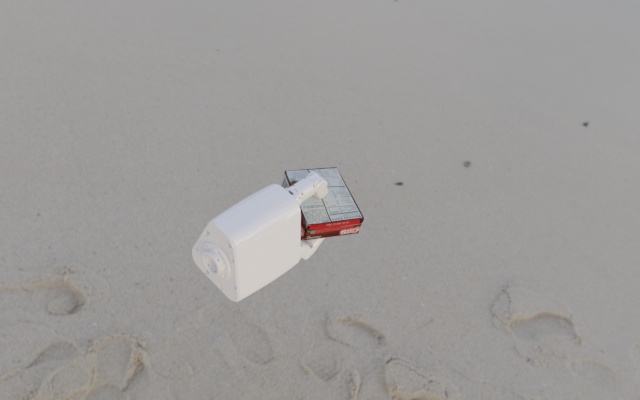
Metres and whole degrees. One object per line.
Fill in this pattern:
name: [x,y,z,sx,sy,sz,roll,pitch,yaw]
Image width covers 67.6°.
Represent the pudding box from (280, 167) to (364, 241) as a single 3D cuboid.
pudding box: [0.000,0.002,0.694,0.090,0.113,0.039,-5,-41,-24]
